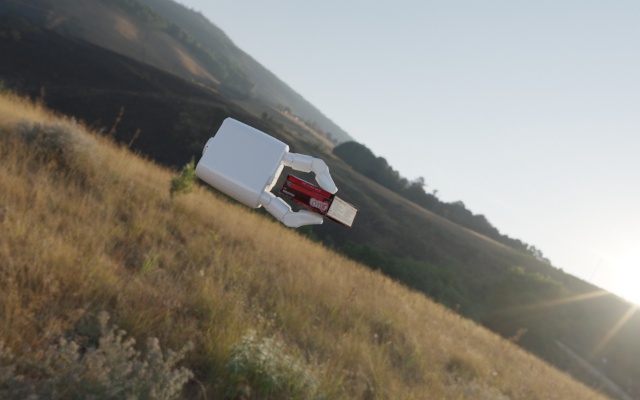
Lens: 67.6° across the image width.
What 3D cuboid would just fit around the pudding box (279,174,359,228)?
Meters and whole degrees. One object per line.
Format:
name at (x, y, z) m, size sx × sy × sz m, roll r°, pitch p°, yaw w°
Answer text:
pudding box at (0.000, 0.002, 0.755) m, size 0.090 × 0.039 × 0.113 m, roll 26°, pitch 0°, yaw 27°
